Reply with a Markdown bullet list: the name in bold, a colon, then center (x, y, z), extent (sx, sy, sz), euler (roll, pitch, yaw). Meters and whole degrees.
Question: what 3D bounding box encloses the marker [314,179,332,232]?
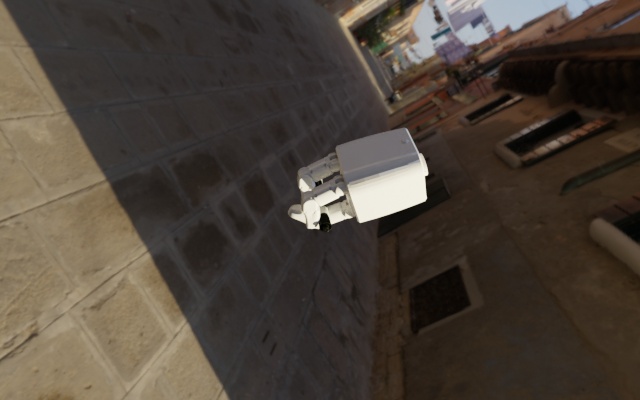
- **marker**: center (0.000, 0.002, 0.716), extent (0.020, 0.020, 0.121), euler (0, 41, -10)
